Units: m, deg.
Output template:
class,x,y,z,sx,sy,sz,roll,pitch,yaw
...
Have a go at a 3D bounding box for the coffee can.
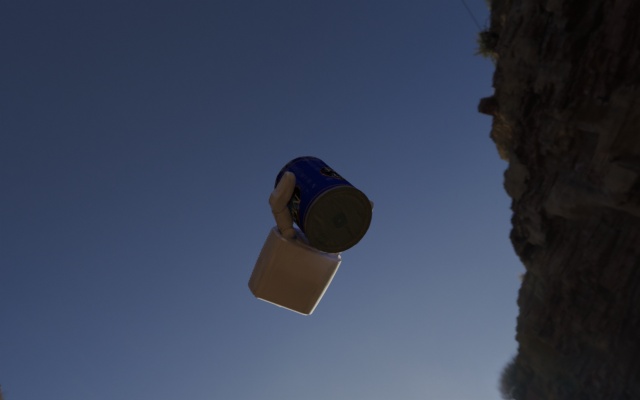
class,x,y,z,sx,sy,sz,roll,pitch,yaw
coffee can,0.000,0.002,0.723,0.103,0.103,0.140,0,23,-25
